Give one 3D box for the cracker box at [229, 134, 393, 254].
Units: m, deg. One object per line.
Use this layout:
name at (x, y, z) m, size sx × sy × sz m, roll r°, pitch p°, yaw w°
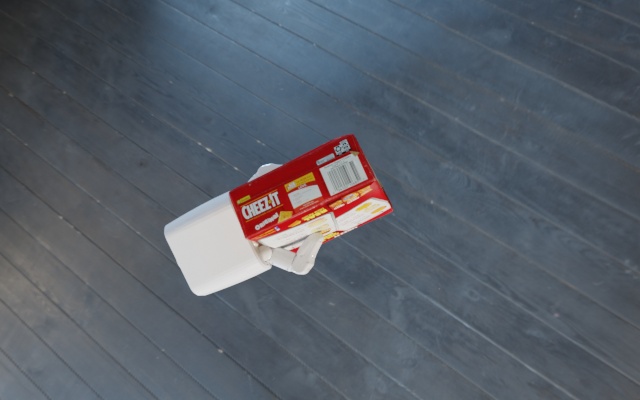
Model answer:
cracker box at (0.000, 0.002, 0.634) m, size 0.164 × 0.072 × 0.214 m, roll -25°, pitch -15°, yaw 8°
